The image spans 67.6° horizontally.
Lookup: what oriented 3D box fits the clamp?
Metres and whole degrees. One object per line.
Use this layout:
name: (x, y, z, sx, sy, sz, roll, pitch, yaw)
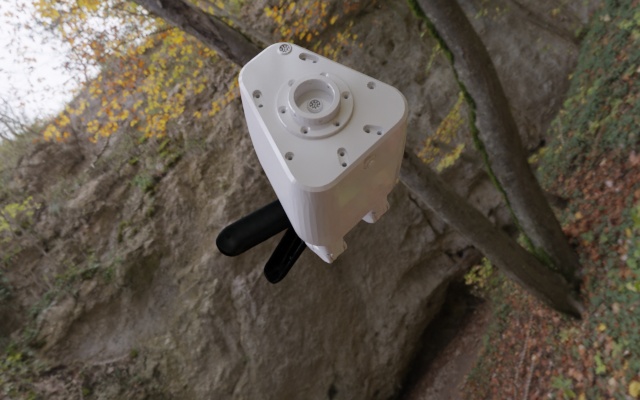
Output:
clamp: (0.000, 0.001, 0.475, 0.210, 0.036, 0.165, -41, -19, -13)
